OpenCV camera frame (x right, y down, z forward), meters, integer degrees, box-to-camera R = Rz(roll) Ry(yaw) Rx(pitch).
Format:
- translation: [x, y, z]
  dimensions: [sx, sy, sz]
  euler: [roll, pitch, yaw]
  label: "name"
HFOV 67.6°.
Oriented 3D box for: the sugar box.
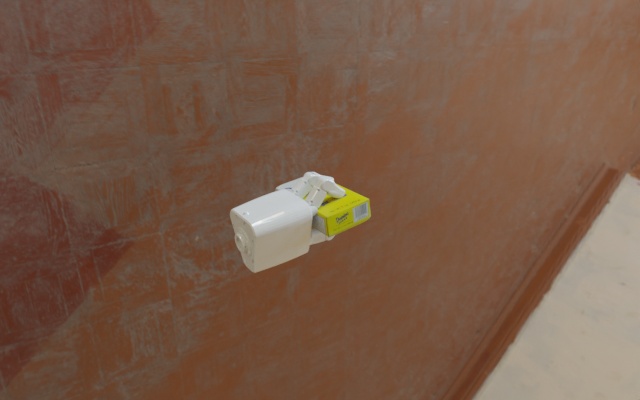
- translation: [0.000, 0.002, 0.863]
  dimensions: [0.093, 0.048, 0.176]
  euler: [-22, 31, -28]
  label: "sugar box"
